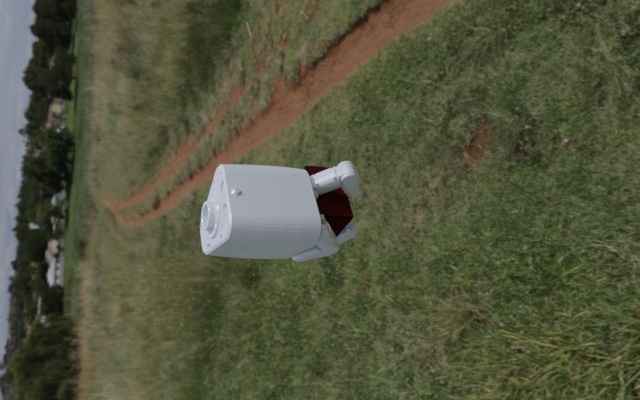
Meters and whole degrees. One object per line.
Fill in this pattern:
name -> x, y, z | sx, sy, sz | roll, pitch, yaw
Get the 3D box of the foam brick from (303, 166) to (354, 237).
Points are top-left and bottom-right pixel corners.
foam brick -> 0.000, 0.002, 0.608 | 0.051, 0.078, 0.053 | 4, -36, -29
